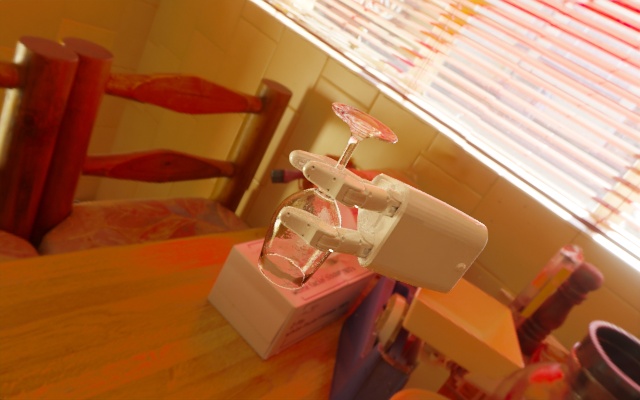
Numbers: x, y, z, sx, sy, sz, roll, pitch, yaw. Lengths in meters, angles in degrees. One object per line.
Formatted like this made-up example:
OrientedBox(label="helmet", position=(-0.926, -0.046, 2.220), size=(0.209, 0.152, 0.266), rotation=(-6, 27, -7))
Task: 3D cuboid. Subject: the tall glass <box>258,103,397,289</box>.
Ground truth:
OrientedBox(label="tall glass", position=(0.000, 0.001, 0.514), size=(0.079, 0.201, 0.079), rotation=(25, 24, -12))
